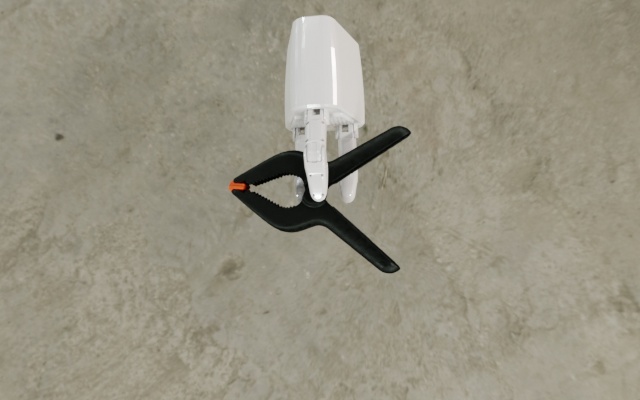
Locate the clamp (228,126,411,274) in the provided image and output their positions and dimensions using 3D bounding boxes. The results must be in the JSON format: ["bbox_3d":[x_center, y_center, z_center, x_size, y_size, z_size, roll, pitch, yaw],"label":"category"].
[{"bbox_3d":[-0.001,0.001,0.545,0.210,0.164,0.036,-2,-6,8],"label":"clamp"}]
